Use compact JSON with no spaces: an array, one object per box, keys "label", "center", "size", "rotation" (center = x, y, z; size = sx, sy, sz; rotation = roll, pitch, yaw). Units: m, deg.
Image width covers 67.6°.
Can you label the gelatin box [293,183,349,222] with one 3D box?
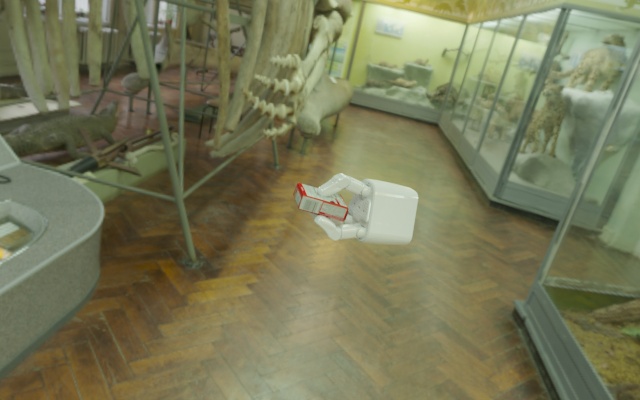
[{"label":"gelatin box","center":[0.000,0.002,0.855],"size":[0.089,0.030,0.073],"rotation":[16,16,-16]}]
